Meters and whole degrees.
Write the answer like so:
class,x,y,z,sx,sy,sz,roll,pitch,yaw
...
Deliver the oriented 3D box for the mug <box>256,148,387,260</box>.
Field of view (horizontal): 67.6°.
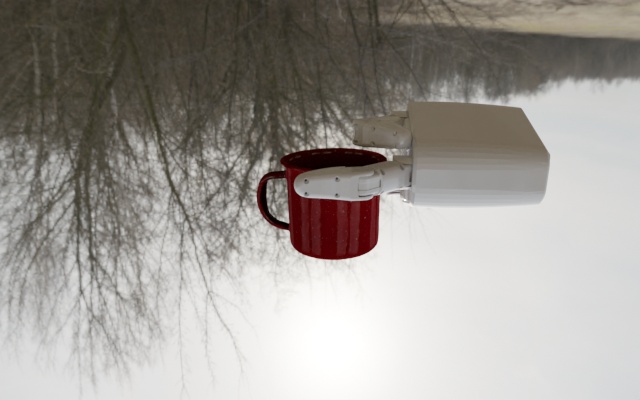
class,x,y,z,sx,sy,sz,roll,pitch,yaw
mug,-0.001,0.002,0.429,0.117,0.081,0.093,1,18,6
